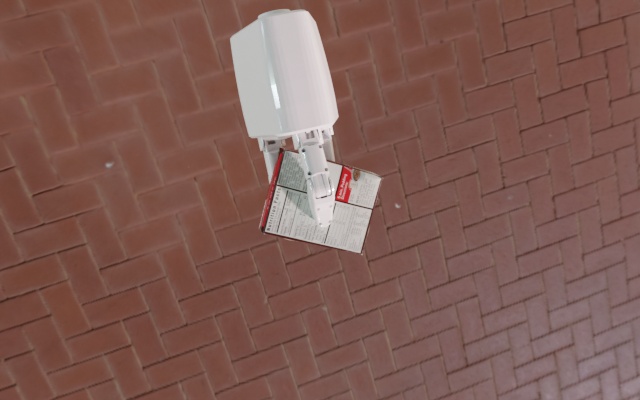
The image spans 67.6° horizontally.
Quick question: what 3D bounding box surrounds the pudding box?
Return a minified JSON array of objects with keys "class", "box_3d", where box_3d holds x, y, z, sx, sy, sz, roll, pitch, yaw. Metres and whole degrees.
[{"class":"pudding box","box_3d":[0.000,0.002,0.501,0.113,0.090,0.039,14,4,-13]}]
